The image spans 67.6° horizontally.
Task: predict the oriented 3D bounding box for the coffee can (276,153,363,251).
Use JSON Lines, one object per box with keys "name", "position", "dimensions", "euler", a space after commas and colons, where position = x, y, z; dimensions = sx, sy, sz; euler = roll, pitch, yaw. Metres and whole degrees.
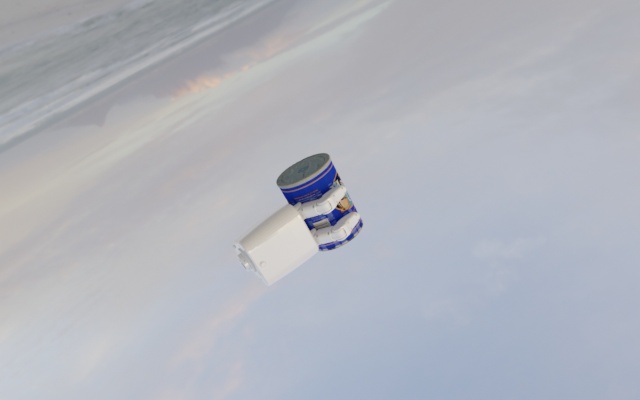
{"name": "coffee can", "position": [0.000, 0.003, 0.837], "dimensions": [0.103, 0.140, 0.102], "euler": [-24, 22, 11]}
